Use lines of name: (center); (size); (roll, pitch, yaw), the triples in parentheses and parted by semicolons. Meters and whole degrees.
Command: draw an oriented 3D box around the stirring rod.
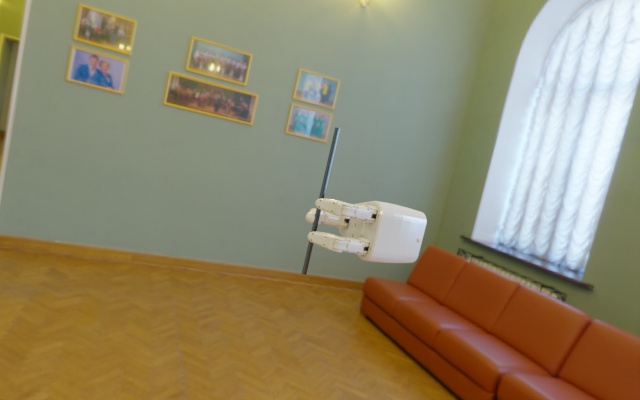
stirring rod: (0.000, 0.003, 0.763); (0.011, 0.239, 0.011); (13, 5, -1)
